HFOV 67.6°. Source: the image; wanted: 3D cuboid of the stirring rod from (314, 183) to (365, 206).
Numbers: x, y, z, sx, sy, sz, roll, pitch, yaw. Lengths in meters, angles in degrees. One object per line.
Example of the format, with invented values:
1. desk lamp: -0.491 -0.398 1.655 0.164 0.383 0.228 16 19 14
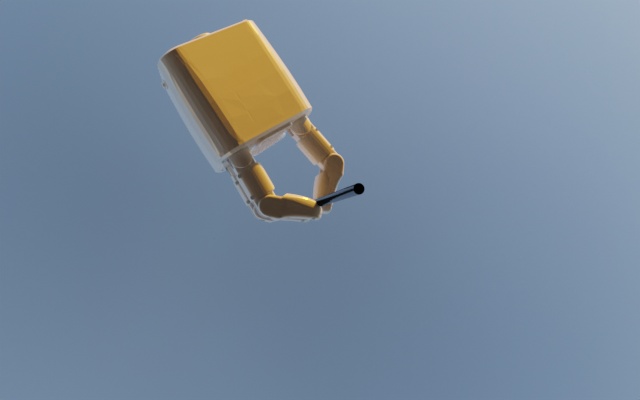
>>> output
1. stirring rod: 0.000 0.001 0.440 0.011 0.011 0.239 0 -4 -13
